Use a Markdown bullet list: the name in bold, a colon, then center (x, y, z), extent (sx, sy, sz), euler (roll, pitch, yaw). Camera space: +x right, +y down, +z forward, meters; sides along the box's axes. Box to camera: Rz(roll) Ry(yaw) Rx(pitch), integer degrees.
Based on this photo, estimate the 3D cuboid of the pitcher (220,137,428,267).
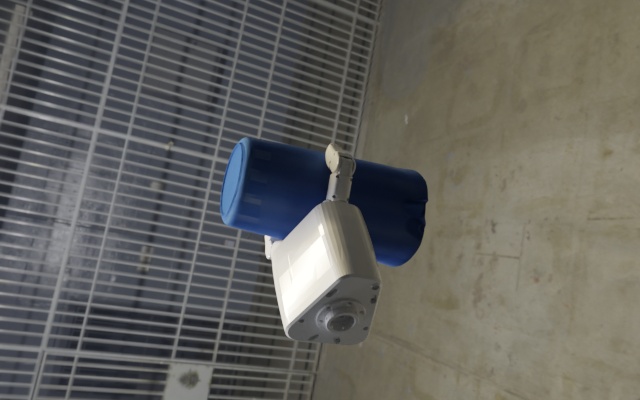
- **pitcher**: center (0.000, 0.002, 0.611), extent (0.243, 0.149, 0.145), euler (13, 35, -22)
